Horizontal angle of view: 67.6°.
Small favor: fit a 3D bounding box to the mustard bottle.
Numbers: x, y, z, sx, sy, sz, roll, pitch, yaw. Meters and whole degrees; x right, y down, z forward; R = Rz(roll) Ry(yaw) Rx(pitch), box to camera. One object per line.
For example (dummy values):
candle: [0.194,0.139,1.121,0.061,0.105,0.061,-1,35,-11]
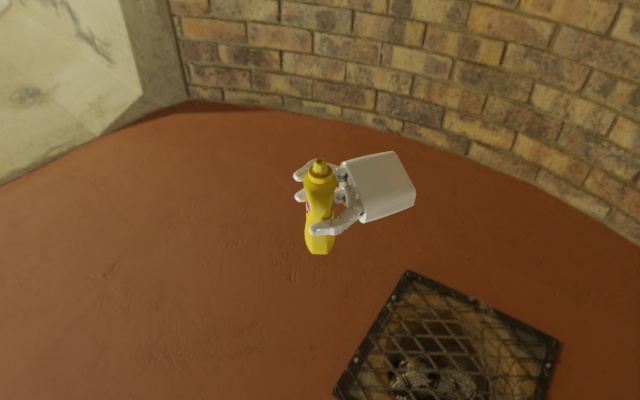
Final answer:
mustard bottle: [0.000,0.003,0.850,0.058,0.096,0.192,2,-45,1]
